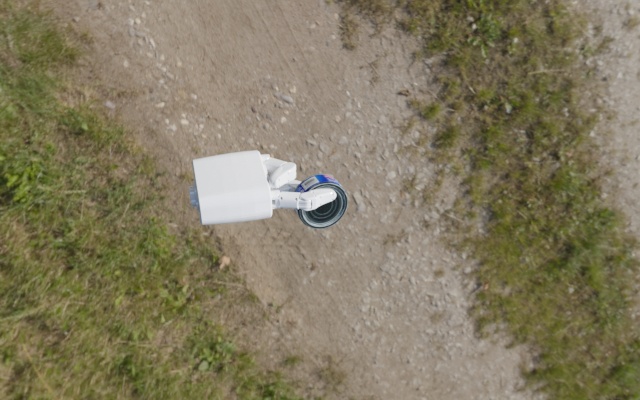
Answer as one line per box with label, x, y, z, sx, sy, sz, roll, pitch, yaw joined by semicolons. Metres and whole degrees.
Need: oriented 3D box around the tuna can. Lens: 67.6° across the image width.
tuna can;0.000;0.003;0.766;0.086;0.086;0.033;0;27;-22
